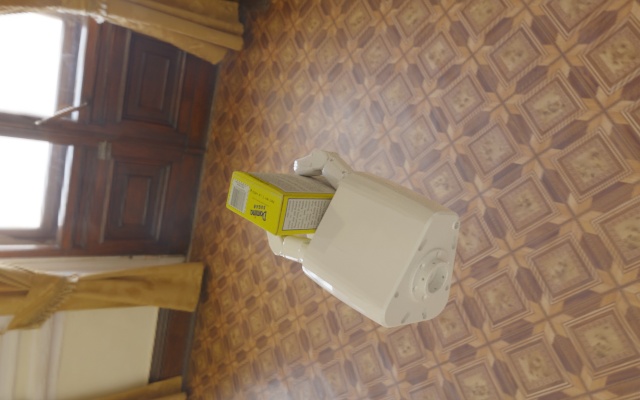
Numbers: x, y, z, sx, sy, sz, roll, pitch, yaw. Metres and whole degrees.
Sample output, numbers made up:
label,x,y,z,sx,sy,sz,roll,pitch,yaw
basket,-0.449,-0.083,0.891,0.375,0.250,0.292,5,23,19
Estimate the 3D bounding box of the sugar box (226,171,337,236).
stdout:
label,x,y,z,sx,sy,sz,roll,pitch,yaw
sugar box,0.000,0.002,0.511,0.176,0.048,0.093,4,15,-42
